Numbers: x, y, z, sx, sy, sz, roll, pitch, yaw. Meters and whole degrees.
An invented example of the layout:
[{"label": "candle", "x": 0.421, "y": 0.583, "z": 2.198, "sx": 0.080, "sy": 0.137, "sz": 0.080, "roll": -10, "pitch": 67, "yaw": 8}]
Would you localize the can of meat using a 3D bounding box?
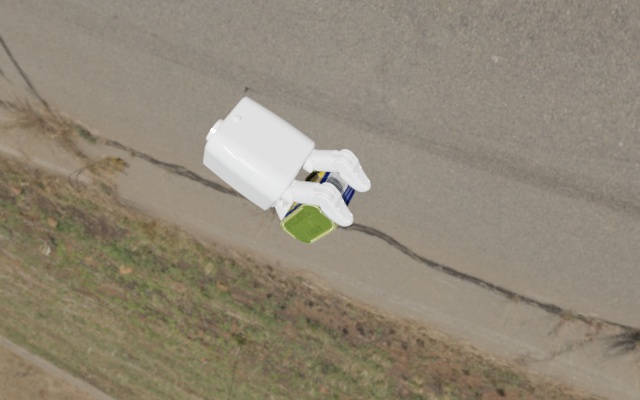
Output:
[{"label": "can of meat", "x": 0.000, "y": 0.002, "z": 0.624, "sx": 0.057, "sy": 0.084, "sz": 0.102, "roll": 37, "pitch": -33, "yaw": -10}]
